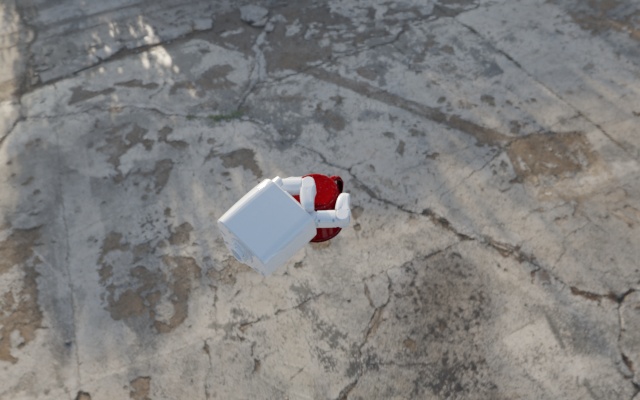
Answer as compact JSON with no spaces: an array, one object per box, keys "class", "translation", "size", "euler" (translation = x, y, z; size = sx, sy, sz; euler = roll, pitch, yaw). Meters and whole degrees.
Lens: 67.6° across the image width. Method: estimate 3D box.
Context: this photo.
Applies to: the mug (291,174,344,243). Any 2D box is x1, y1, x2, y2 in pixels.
[{"class":"mug","translation":[0.001,0.002,0.806],"size":[0.093,0.082,0.117],"euler":[32,60,28]}]
